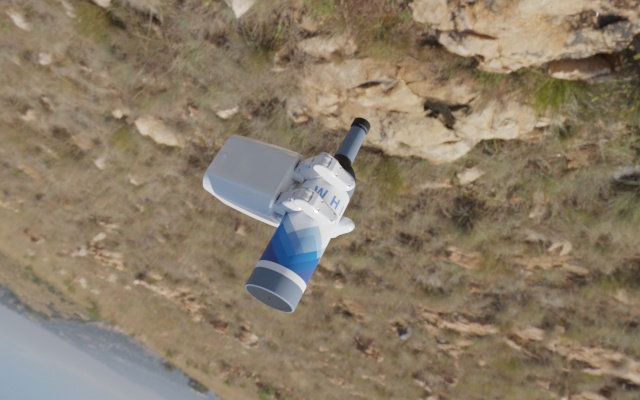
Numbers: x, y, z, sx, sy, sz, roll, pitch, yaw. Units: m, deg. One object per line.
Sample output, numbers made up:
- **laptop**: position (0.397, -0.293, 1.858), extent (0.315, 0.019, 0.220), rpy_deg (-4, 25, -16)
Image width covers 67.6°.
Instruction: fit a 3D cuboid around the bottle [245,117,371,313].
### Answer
- **bottle**: position (0.000, 0.002, 0.636), extent (0.069, 0.295, 0.069), rpy_deg (22, -28, 12)
